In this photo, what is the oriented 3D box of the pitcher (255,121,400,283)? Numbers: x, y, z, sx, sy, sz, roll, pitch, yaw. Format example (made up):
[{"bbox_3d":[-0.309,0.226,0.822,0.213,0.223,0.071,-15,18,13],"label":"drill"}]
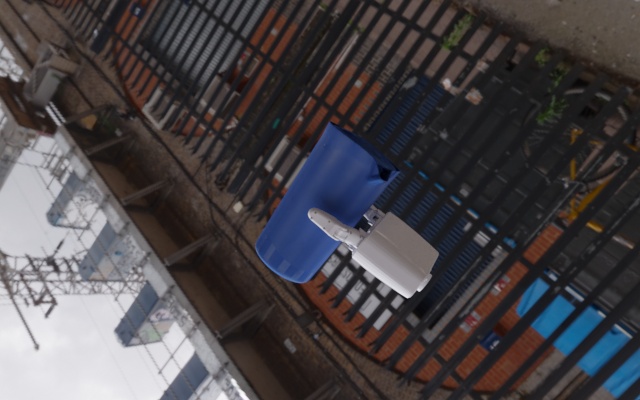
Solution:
[{"bbox_3d":[0.000,0.003,0.763,0.145,0.243,0.149,38,12,8],"label":"pitcher"}]
